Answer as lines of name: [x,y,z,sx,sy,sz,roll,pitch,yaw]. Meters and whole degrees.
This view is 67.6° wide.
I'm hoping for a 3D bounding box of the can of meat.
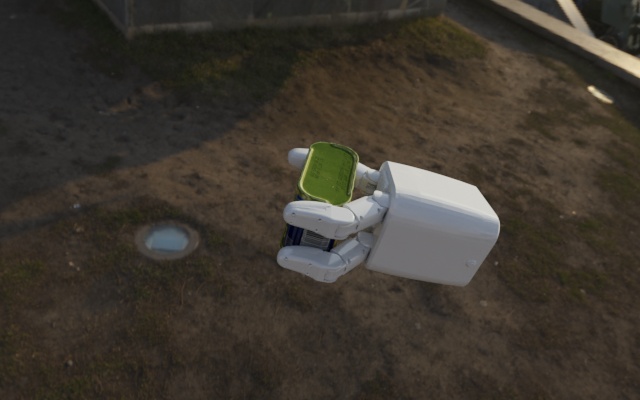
can of meat: [0.000,0.001,0.479,0.057,0.084,0.102,16,40,-1]
